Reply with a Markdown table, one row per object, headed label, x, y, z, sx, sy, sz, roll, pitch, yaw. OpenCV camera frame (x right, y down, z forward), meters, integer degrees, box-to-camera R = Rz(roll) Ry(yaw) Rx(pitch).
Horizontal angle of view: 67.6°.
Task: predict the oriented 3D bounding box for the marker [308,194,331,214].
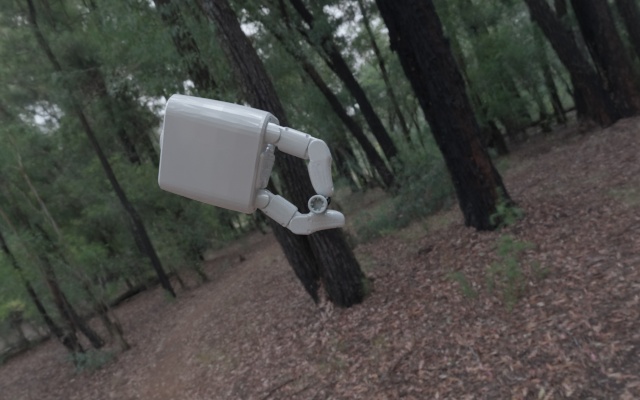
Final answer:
| label | x | y | z | sx | sy | sz | roll | pitch | yaw |
| --- | --- | --- | --- | --- | --- | --- | --- | --- | --- |
| marker | 0.000 | 0.002 | 0.531 | 0.020 | 0.020 | 0.121 | 0 | 3 | 3 |
